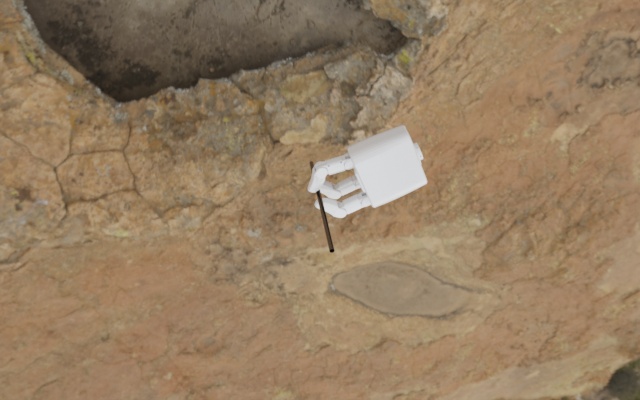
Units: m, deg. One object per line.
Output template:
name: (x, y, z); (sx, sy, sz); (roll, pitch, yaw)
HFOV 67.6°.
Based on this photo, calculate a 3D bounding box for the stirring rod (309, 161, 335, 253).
stirring rod: (0.000, 0.003, 0.827); (0.011, 0.011, 0.239); (0, 39, -11)
